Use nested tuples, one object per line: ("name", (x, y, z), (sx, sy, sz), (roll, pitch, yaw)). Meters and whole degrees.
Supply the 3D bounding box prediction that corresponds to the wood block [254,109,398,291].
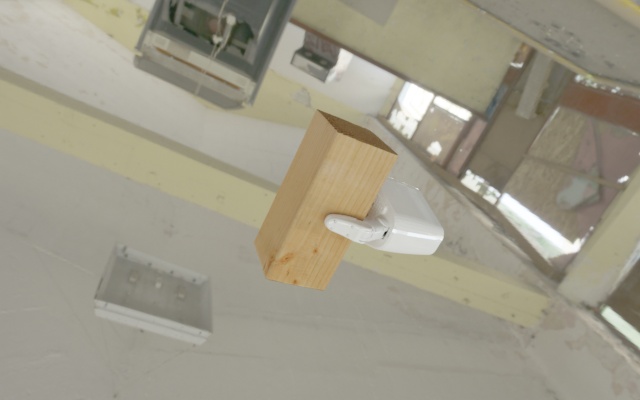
("wood block", (0.000, 0.002, 0.617), (0.090, 0.206, 0.090), (17, 21, -27))
